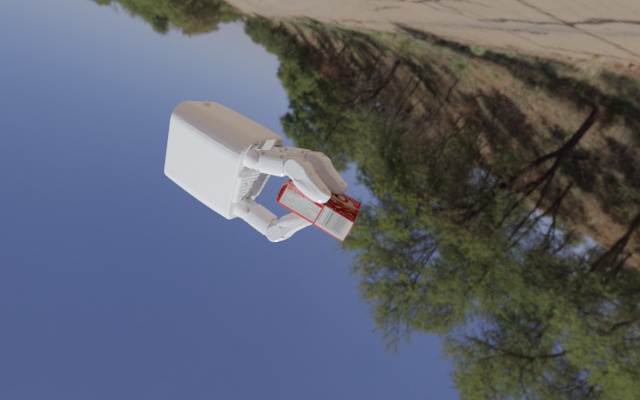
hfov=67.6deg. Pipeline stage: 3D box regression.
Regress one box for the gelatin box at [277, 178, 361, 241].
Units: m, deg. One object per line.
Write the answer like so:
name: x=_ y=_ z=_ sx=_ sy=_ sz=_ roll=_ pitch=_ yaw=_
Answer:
gelatin box: x=0.000 y=0.002 z=0.552 sx=0.089 sy=0.030 sz=0.073 roll=31 pitch=19 yaw=1
